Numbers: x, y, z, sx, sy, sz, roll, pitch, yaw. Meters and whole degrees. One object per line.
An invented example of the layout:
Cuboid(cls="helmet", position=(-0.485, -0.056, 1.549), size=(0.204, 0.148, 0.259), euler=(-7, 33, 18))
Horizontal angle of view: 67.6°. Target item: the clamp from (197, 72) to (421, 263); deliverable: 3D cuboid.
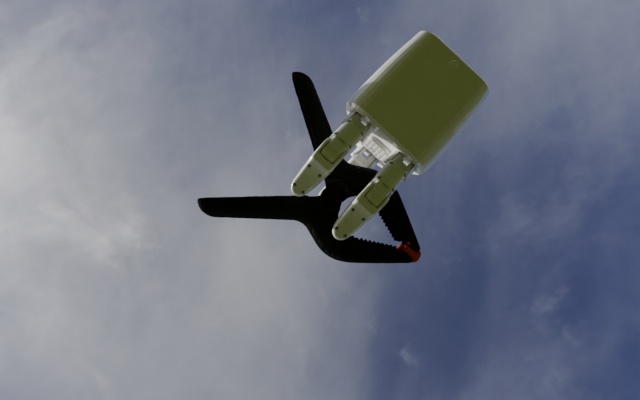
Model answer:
Cuboid(cls="clamp", position=(0.001, 0.002, 0.460), size=(0.210, 0.164, 0.036), euler=(43, -5, -1))
